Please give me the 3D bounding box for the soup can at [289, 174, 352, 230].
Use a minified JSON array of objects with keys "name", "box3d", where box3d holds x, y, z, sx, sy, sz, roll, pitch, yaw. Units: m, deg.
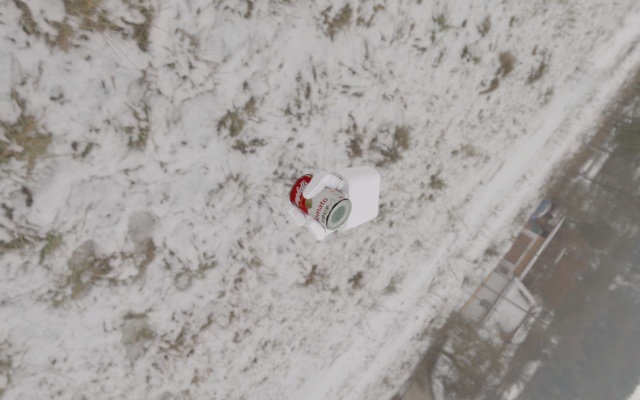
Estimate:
[{"name":"soup can","box3d":[0.000,0.003,0.891,0.102,0.068,0.068,35,20,32]}]
